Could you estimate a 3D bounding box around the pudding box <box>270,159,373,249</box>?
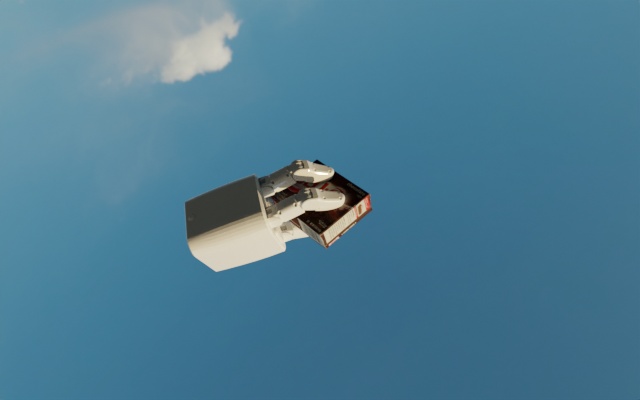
[{"bbox_3d":[0.000,0.002,0.651,0.090,0.039,0.113,-39,52,-18],"label":"pudding box"}]
